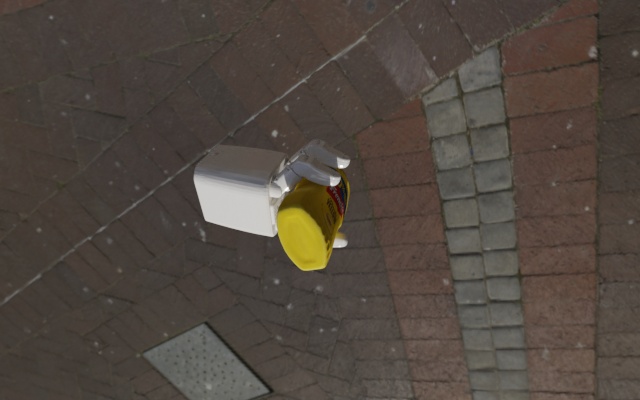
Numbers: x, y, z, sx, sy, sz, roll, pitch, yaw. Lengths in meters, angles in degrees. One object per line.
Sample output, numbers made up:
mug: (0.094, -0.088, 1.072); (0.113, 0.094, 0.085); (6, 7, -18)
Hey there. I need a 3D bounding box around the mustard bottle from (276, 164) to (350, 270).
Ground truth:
mustard bottle: (0.000, 0.002, 0.646); (0.058, 0.096, 0.191); (-12, 25, 22)
